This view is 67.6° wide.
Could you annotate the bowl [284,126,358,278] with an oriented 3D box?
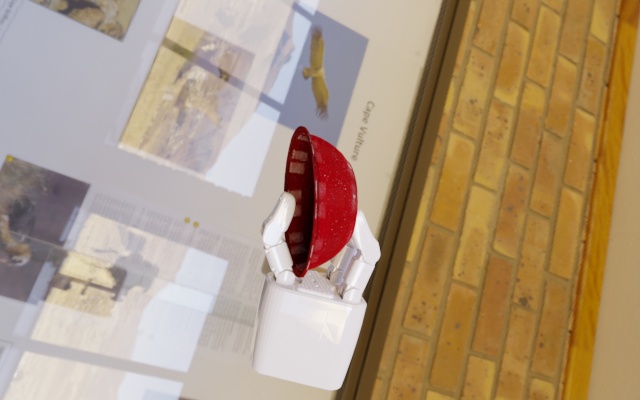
[{"bbox_3d":[0.001,0.000,0.515,0.055,0.162,0.162,0,0,-14],"label":"bowl"}]
